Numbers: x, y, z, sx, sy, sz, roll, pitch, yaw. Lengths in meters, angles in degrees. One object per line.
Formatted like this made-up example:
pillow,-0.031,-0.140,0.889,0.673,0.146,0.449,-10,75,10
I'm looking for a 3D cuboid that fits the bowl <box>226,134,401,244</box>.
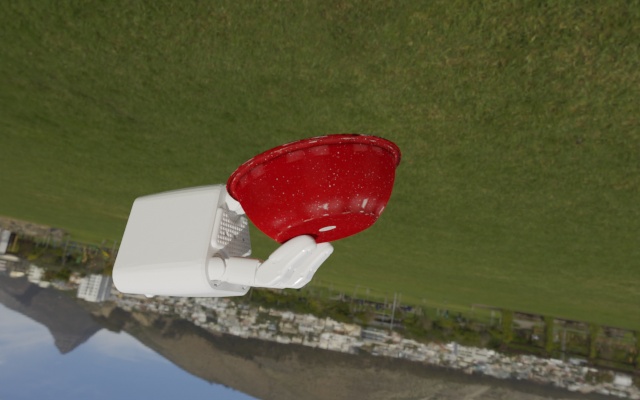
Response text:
bowl,0.001,0.001,0.429,0.162,0.055,0.162,-11,-18,-4
